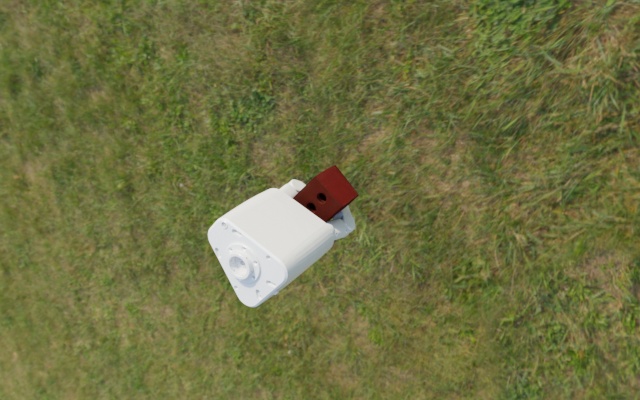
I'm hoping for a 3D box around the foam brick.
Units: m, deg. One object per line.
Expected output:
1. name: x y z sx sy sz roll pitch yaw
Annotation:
1. foam brick: 0.000 0.002 0.624 0.078 0.053 0.051 -44 -6 35
